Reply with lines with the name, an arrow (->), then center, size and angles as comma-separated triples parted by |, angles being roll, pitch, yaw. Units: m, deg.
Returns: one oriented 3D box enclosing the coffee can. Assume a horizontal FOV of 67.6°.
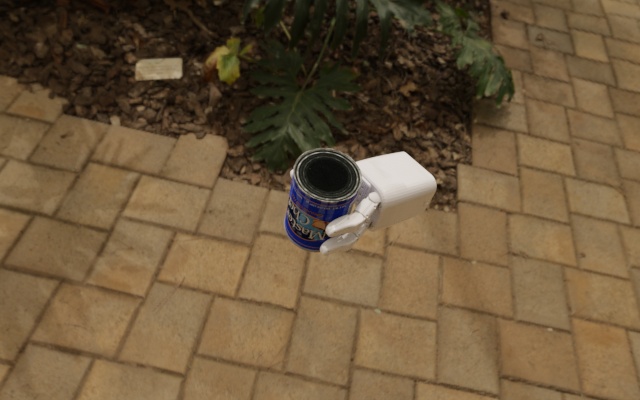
coffee can -> 0.000, 0.003, 0.749 | 0.103, 0.102, 0.140 | 0, -36, -11
